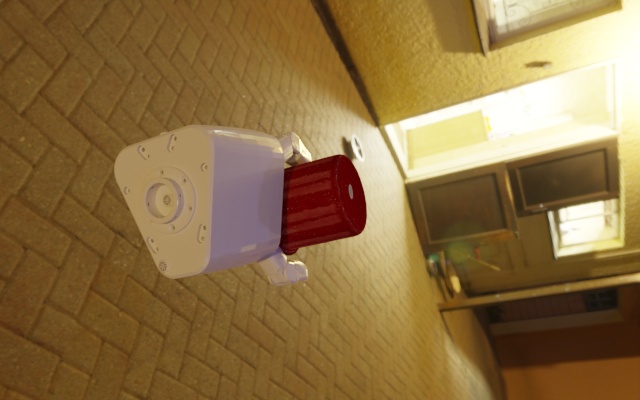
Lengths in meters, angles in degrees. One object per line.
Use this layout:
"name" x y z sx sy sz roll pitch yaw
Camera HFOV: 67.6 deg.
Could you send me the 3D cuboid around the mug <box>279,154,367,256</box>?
"mug" 0.001 0.002 0.487 0.081 0.093 0.117 -14 -3 22
